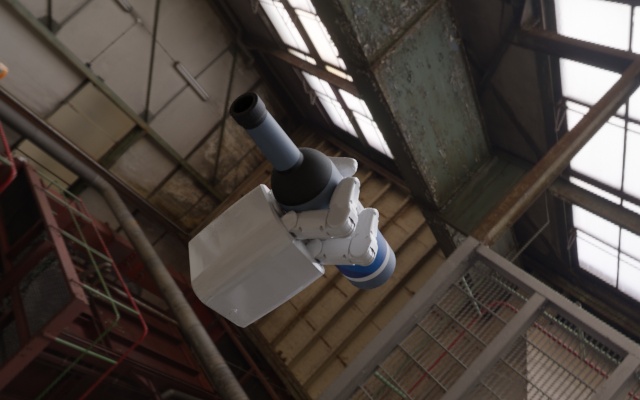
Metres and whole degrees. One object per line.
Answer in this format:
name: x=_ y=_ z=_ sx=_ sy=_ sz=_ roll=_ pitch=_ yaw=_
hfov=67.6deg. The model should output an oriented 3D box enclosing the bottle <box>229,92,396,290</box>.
bottle: x=0.000 y=0.002 z=0.492 sx=0.069 sy=0.069 sz=0.296 roll=0 pitch=-33 yaw=30
